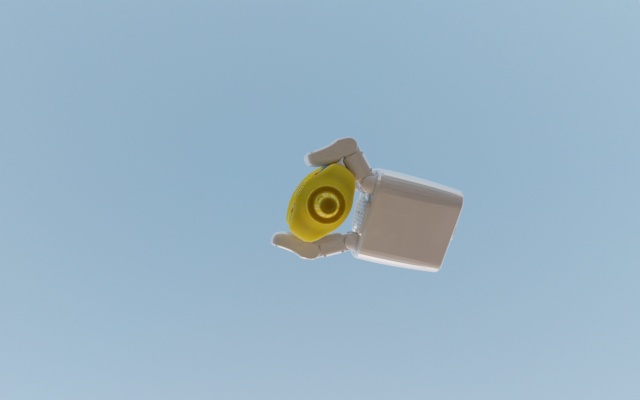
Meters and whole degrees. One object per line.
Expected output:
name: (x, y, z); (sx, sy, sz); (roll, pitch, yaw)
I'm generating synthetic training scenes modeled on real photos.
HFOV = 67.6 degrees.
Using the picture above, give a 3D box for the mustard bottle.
mustard bottle: (0.000, 0.002, 0.560); (0.058, 0.096, 0.191); (37, -1, -6)
